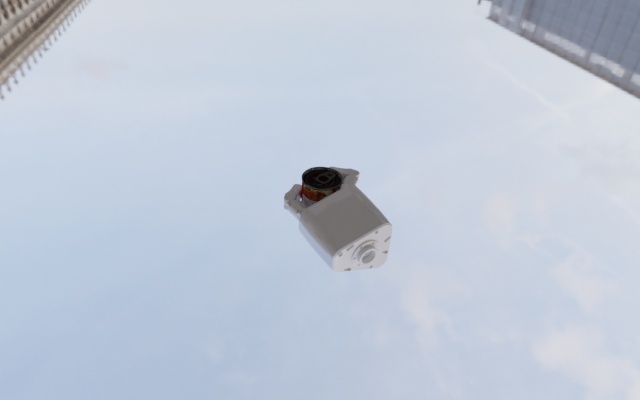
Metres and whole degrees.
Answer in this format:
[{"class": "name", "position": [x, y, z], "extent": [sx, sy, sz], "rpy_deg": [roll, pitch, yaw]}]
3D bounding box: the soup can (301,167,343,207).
[{"class": "soup can", "position": [0.000, 0.003, 0.815], "extent": [0.068, 0.102, 0.068], "rpy_deg": [2, 37, -2]}]
